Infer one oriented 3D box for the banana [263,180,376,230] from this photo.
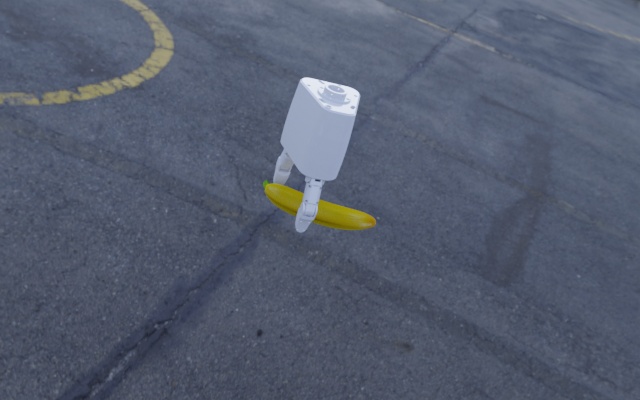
[{"bbox_3d":[-0.008,0.009,0.755,0.198,0.037,0.069,22,29,6],"label":"banana"}]
